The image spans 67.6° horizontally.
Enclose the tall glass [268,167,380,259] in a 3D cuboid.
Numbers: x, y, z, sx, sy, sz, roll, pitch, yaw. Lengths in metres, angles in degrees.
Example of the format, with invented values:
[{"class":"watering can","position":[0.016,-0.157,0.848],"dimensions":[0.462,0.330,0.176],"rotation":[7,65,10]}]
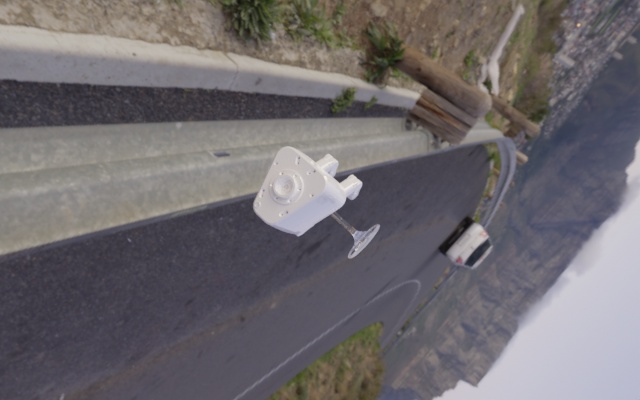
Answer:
[{"class":"tall glass","position":[0.001,0.003,0.797],"dimensions":[0.201,0.079,0.079],"rotation":[42,15,17]}]
